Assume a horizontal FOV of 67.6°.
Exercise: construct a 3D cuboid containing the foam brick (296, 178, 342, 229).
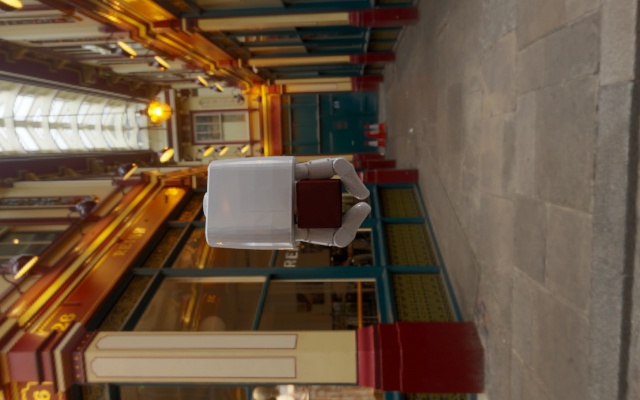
[{"bbox_3d":[0.000,0.002,0.567,0.051,0.053,0.078,-1,5,3],"label":"foam brick"}]
